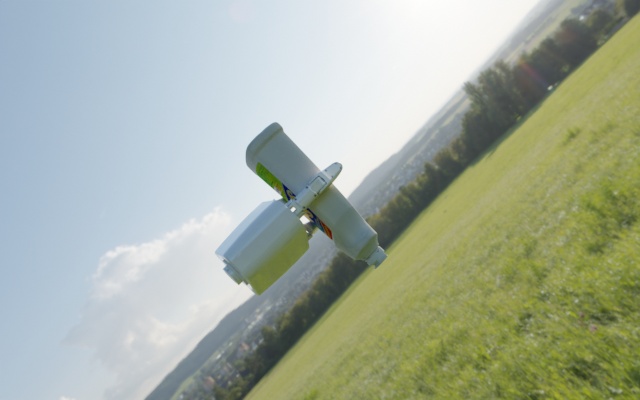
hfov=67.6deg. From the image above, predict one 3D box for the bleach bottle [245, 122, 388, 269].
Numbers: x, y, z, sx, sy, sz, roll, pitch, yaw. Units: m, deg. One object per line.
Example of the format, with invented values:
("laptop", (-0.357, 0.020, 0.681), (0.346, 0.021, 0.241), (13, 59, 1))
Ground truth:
("bleach bottle", (0.000, 0.002, 0.702), (0.068, 0.251, 0.102), (-45, -5, -17))
